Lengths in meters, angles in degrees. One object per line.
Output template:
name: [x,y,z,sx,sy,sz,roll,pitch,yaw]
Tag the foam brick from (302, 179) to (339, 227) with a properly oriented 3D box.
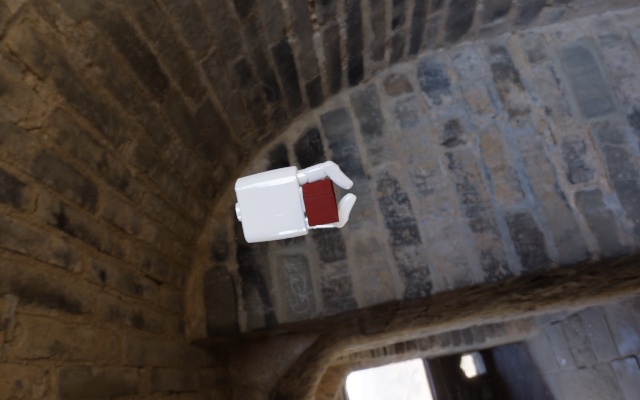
foam brick: [0.000,0.003,0.783,0.051,0.053,0.078,-10,19,1]
